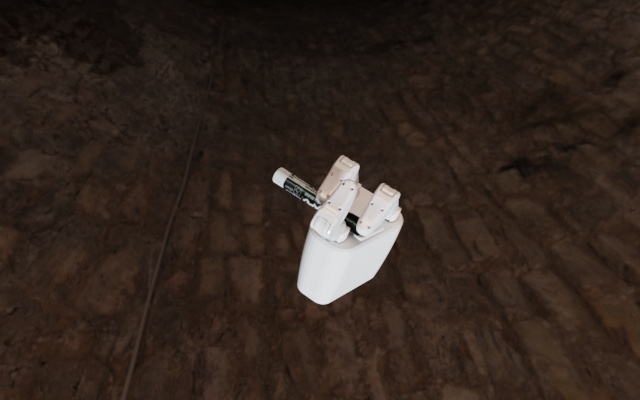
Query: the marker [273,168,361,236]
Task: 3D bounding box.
[{"bbox_3d":[0.000,0.002,0.521,0.121,0.020,0.020,32,11,17],"label":"marker"}]
